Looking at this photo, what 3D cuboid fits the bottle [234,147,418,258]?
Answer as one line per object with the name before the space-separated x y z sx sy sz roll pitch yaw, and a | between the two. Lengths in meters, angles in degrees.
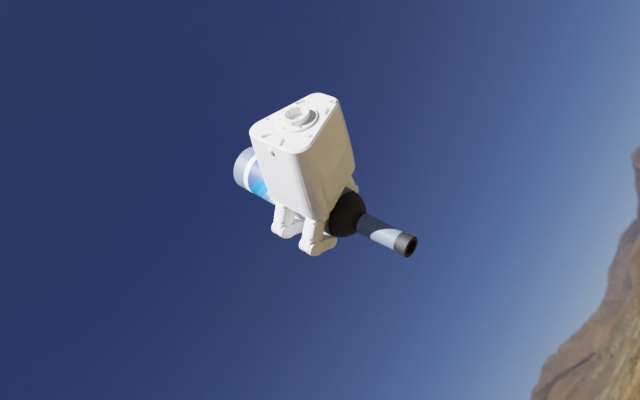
bottle | 0.000 0.002 0.649 0.295 0.069 0.069 26 16 35
